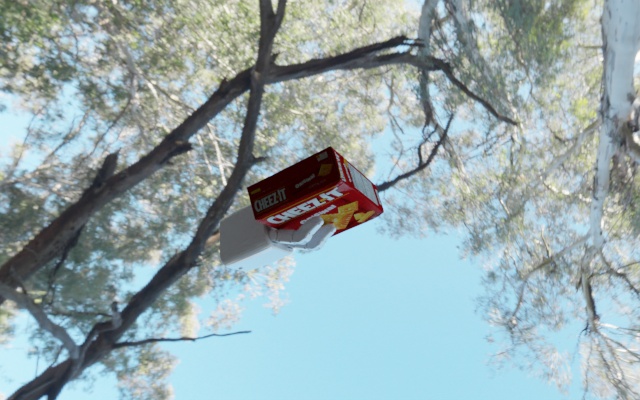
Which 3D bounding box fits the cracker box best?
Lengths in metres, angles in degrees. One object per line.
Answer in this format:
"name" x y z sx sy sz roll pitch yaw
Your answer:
"cracker box" 0.000 0.003 0.846 0.164 0.072 0.214 -25 -25 18
